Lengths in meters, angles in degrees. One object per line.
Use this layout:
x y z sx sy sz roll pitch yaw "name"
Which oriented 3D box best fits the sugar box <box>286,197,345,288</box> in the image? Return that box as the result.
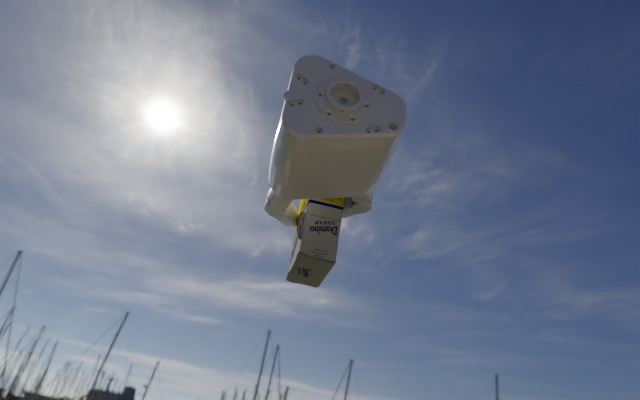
0.000 0.002 0.553 0.048 0.176 0.093 15 -29 -5 "sugar box"
